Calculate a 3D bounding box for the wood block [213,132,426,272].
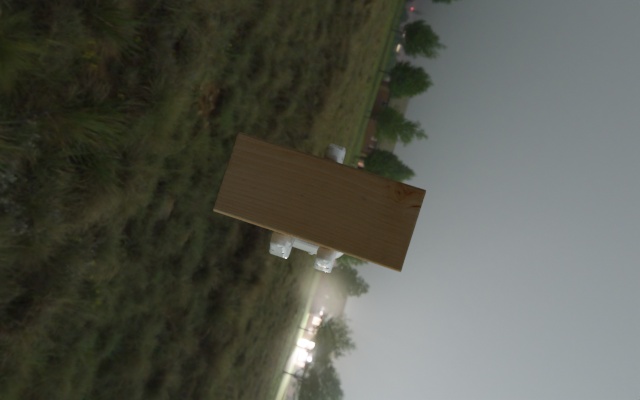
[{"bbox_3d":[0.000,0.002,0.537,0.206,0.091,0.090,18,-1,4],"label":"wood block"}]
